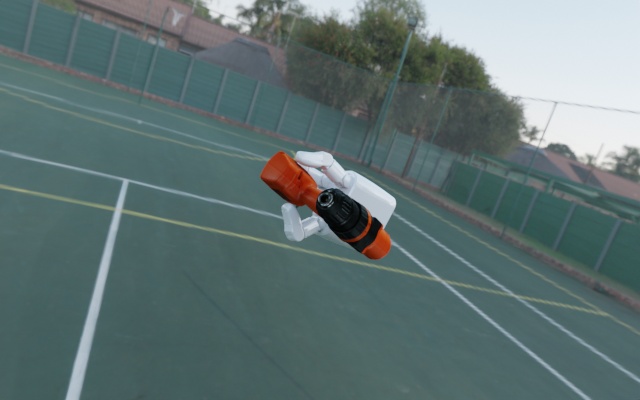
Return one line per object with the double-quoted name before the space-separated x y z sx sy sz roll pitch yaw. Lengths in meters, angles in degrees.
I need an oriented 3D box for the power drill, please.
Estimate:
"power drill" 0.000 0.002 0.662 0.187 0.057 0.184 37 -4 36
